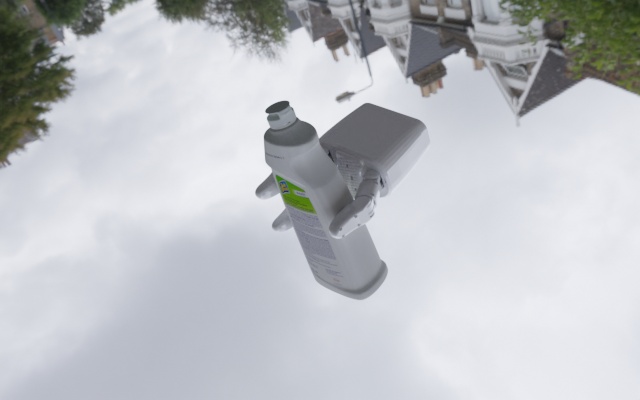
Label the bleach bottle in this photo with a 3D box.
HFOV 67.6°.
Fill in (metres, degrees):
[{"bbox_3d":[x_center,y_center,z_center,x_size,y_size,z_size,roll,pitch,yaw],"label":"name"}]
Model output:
[{"bbox_3d":[0.000,0.002,0.561,0.102,0.251,0.068,13,46,42],"label":"bleach bottle"}]
